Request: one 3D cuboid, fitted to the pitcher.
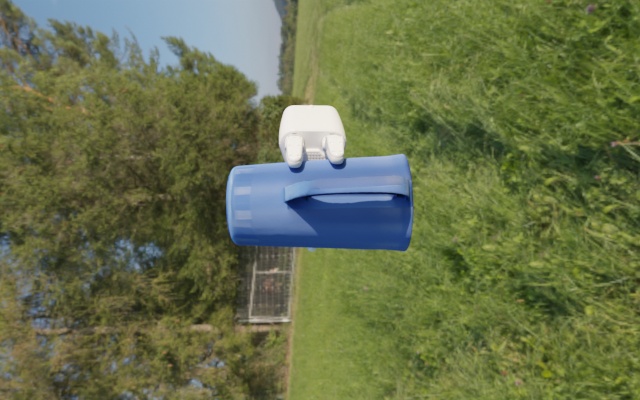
[{"bbox_3d":[0.000,0.002,0.644,0.243,0.149,0.145,-1,34,-2],"label":"pitcher"}]
